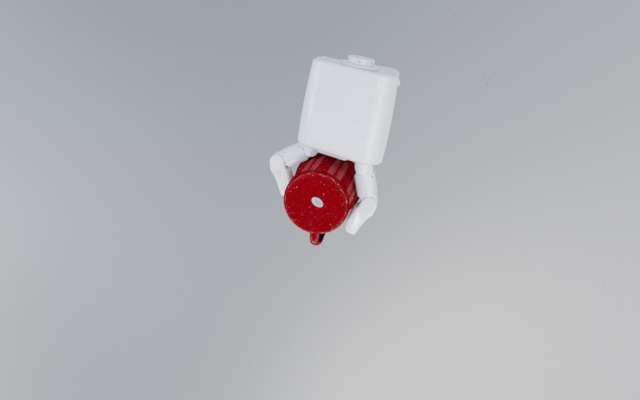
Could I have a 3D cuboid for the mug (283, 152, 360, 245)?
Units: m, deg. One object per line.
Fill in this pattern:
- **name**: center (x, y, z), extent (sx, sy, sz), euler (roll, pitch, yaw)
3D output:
- **mug**: center (0.000, 0.003, 0.607), extent (0.093, 0.117, 0.081), euler (12, 22, 8)
